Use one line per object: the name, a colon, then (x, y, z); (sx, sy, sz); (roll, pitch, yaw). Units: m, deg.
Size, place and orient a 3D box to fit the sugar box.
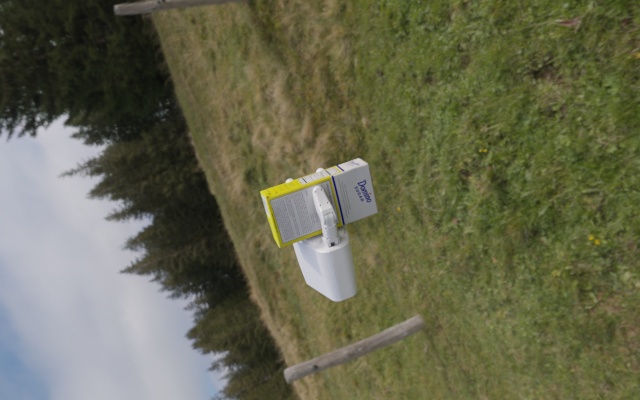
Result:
sugar box: (0.000, 0.003, 0.780); (0.176, 0.093, 0.048); (-20, 24, -14)
